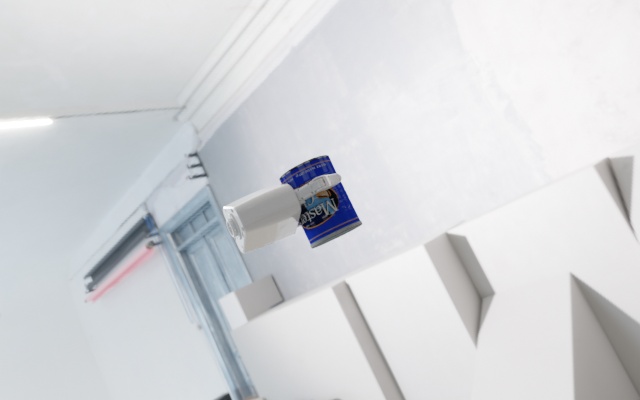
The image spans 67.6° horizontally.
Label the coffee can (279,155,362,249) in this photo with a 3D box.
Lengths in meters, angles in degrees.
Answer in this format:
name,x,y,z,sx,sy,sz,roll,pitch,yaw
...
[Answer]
name,x,y,z,sx,sy,sz,roll,pitch,yaw
coffee can,0.000,0.003,0.871,0.103,0.140,0.103,-25,-7,-4
